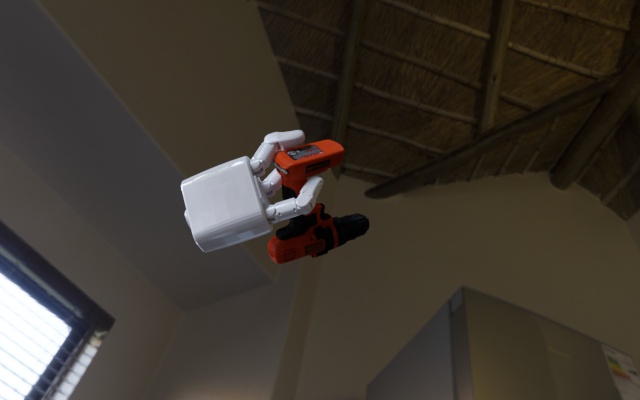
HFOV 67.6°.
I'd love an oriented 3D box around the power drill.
[{"bbox_3d":[0.000,0.002,0.763,0.184,0.188,0.057,-17,32,-25],"label":"power drill"}]
